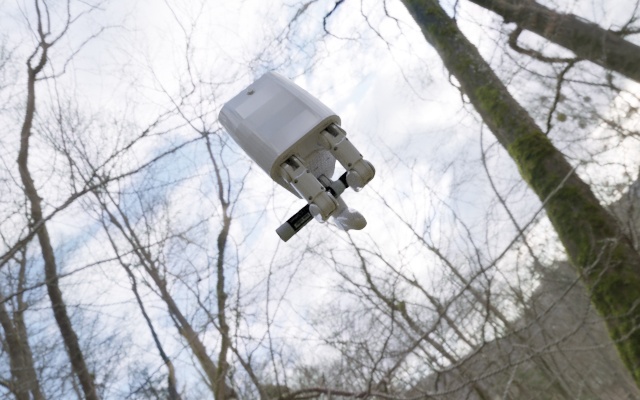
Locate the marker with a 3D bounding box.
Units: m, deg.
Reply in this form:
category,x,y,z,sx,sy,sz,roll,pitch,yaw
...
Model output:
category,x,y,z,sx,sy,sz,roll,pitch,yaw
marker,0.000,0.002,0.538,0.121,0.020,0.020,-40,11,-14
